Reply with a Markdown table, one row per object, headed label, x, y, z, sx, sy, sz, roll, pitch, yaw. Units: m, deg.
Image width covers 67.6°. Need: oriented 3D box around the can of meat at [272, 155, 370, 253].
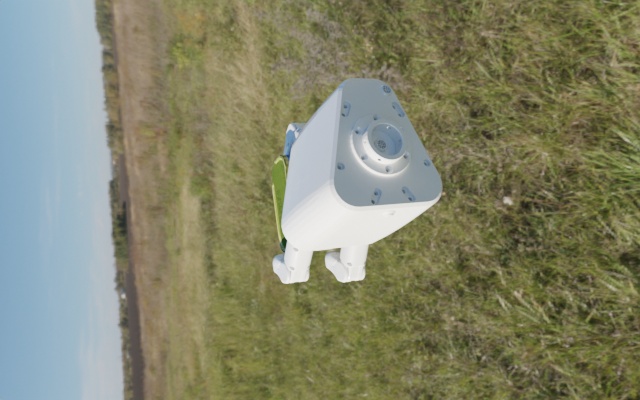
| label | x | y | z | sx | sy | sz | roll | pitch | yaw |
| --- | --- | --- | --- | --- | --- | --- | --- | --- | --- |
| can of meat | 0.000 | 0.002 | 0.485 | 0.084 | 0.102 | 0.057 | -3 | -15 | -23 |
